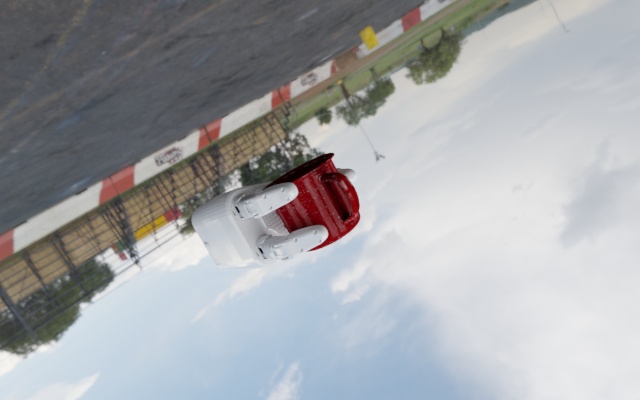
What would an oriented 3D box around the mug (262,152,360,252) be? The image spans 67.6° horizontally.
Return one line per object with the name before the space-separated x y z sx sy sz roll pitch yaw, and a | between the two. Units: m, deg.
mug | 0.001 0.002 0.526 0.093 0.081 0.117 -38 14 -37
